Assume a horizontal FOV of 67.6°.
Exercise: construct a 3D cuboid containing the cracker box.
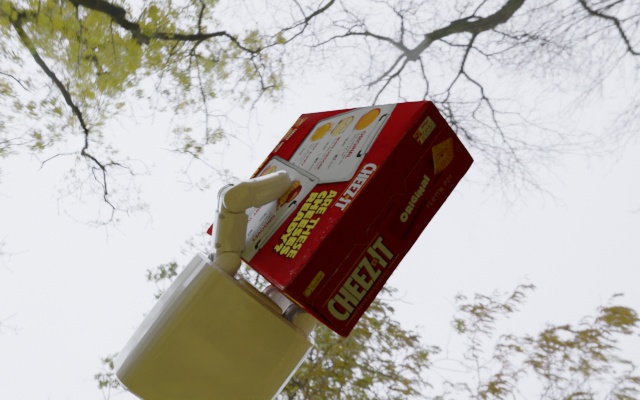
[{"bbox_3d":[0.000,0.001,0.414,0.072,0.164,0.213,43,-13,-25],"label":"cracker box"}]
